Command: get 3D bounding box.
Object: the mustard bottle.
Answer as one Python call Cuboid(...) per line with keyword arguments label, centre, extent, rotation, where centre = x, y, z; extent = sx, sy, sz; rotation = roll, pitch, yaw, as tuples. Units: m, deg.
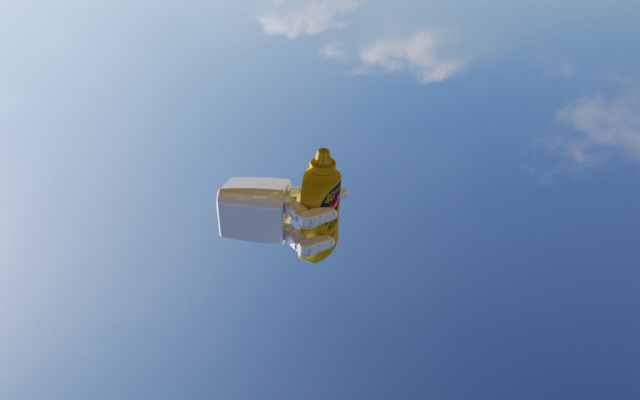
Cuboid(label="mustard bottle", centre=(0.000, 0.003, 0.781), extent=(0.058, 0.192, 0.096), rotation=(18, 37, 22))
